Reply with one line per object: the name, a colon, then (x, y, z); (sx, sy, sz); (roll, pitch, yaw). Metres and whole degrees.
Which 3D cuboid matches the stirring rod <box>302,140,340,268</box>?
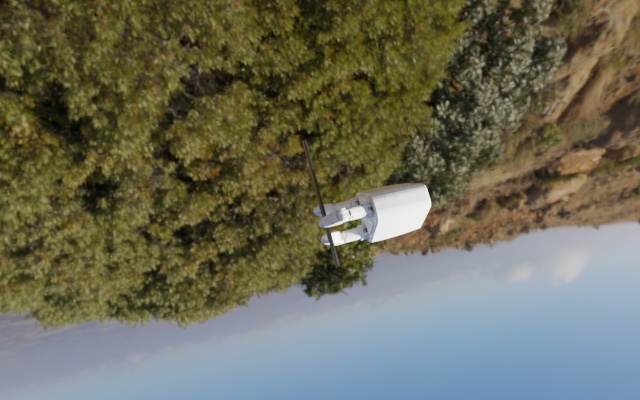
stirring rod: (0.000, 0.003, 0.859); (0.011, 0.239, 0.011); (-14, -12, -3)
